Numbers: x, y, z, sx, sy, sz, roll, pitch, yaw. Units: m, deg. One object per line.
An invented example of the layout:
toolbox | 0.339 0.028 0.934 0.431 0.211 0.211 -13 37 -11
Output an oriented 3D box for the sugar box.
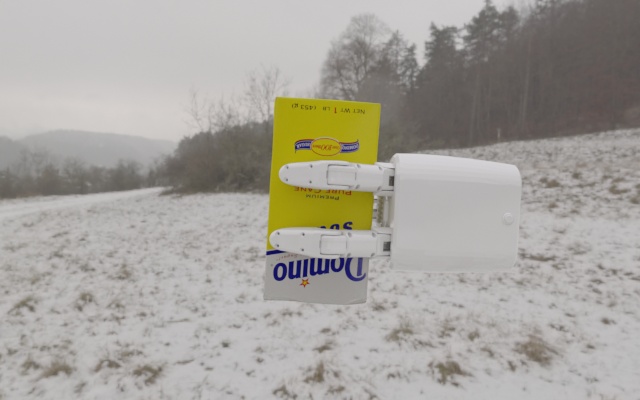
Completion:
sugar box | 0.000 0.001 0.425 0.093 0.176 0.048 3 1 -2
